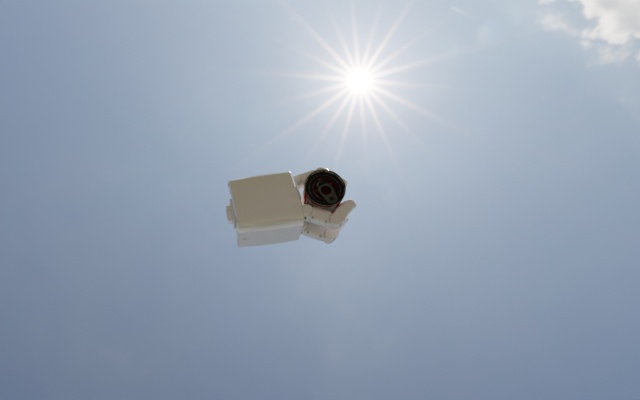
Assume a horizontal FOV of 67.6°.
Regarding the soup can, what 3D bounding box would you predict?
[{"bbox_3d":[0.001,0.003,0.811,0.068,0.068,0.102,0,-28,-10],"label":"soup can"}]
